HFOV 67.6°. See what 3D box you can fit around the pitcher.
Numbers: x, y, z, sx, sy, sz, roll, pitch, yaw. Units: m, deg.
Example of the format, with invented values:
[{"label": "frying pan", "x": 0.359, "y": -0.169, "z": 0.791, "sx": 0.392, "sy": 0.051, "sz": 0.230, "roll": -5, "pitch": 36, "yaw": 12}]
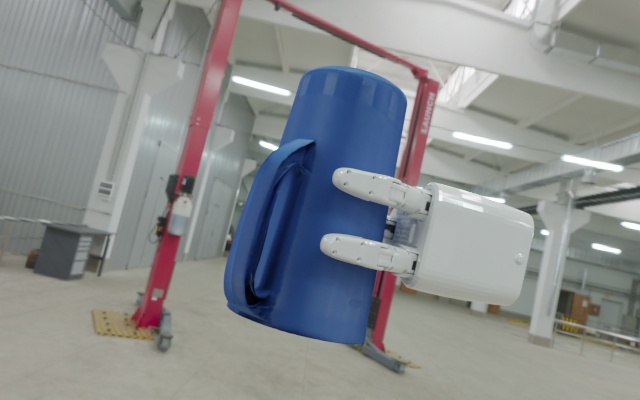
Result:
[{"label": "pitcher", "x": 0.000, "y": 0.002, "z": 0.449, "sx": 0.145, "sy": 0.243, "sz": 0.149, "roll": 15, "pitch": -5, "yaw": -11}]
